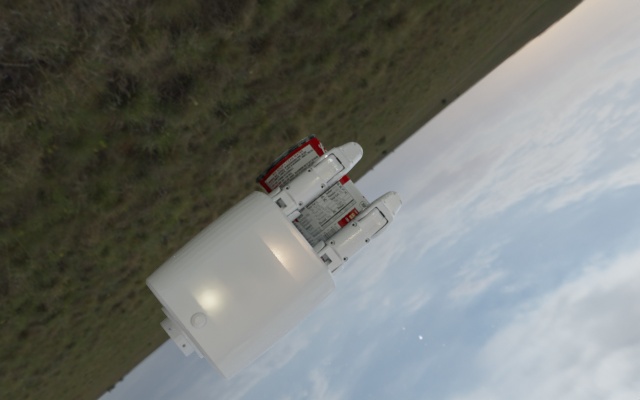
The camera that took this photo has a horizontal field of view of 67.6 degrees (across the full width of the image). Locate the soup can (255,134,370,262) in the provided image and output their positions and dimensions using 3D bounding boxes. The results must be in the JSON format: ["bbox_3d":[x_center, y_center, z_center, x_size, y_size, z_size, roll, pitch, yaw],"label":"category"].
[{"bbox_3d":[0.001,0.001,0.426,0.068,0.102,0.068,-39,-1,-1],"label":"soup can"}]
